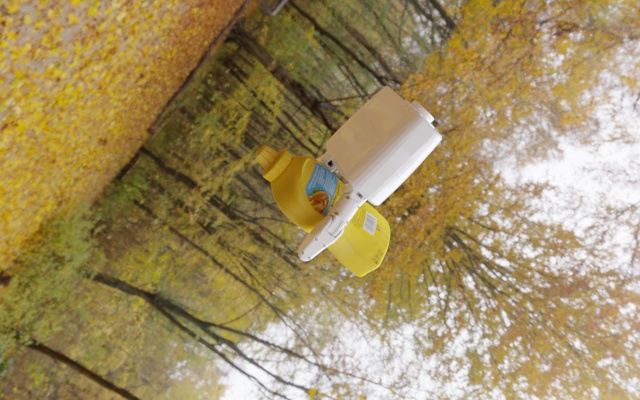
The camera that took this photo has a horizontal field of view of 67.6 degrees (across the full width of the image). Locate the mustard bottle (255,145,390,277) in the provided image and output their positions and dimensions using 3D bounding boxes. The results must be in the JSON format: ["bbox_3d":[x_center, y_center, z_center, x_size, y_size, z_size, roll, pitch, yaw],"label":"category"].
[{"bbox_3d":[0.000,0.002,0.578,0.058,0.192,0.096,-36,21,36],"label":"mustard bottle"}]
